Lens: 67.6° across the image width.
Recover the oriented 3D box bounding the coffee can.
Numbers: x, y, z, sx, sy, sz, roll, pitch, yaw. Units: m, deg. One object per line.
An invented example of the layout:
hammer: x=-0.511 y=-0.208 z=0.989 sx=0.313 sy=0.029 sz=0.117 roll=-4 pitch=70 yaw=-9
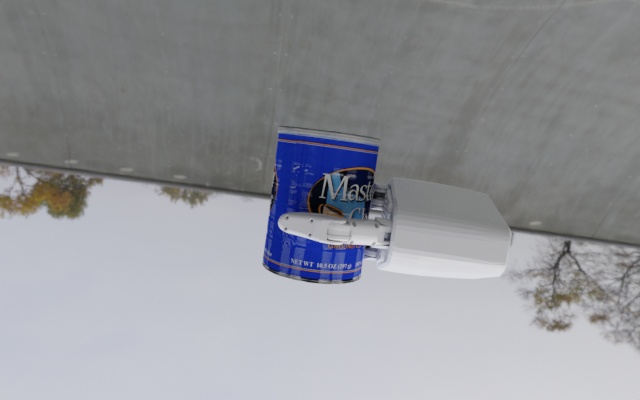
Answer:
coffee can: x=0.000 y=0.001 z=0.482 sx=0.103 sy=0.140 sz=0.103 roll=8 pitch=6 yaw=-1
